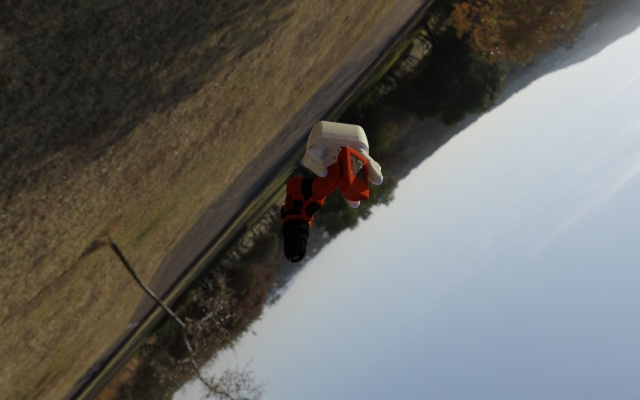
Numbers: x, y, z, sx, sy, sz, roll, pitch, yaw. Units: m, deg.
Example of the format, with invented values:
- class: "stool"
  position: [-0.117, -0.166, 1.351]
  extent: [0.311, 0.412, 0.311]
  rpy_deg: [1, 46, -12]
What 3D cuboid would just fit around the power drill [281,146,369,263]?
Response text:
- class: "power drill"
  position: [0.000, 0.002, 0.852]
  extent: [0.057, 0.184, 0.188]
  rpy_deg: [29, -46, -34]
